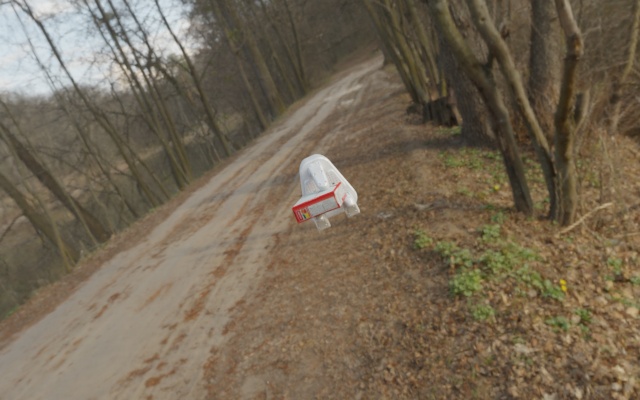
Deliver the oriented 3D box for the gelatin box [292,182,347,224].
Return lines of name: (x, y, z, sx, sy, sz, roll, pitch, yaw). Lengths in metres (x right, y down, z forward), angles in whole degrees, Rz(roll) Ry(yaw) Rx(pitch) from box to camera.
gelatin box: (0.000, 0.002, 0.766, 0.073, 0.030, 0.089, -21, 8, 13)
